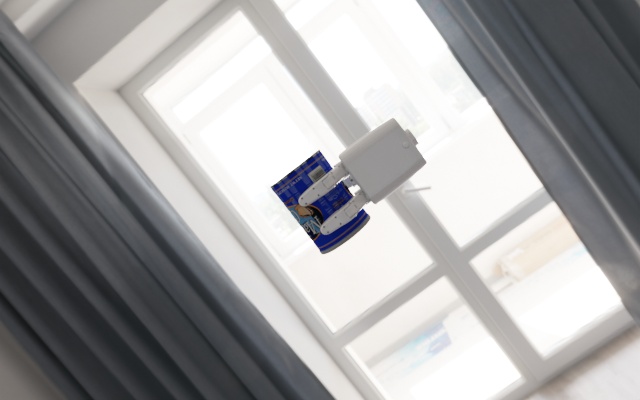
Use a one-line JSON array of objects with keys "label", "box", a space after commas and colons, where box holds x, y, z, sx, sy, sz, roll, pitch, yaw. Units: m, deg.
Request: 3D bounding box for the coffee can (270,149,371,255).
[{"label": "coffee can", "box": [0.000, 0.003, 0.783, 0.103, 0.140, 0.103, -37, 5, 4]}]
